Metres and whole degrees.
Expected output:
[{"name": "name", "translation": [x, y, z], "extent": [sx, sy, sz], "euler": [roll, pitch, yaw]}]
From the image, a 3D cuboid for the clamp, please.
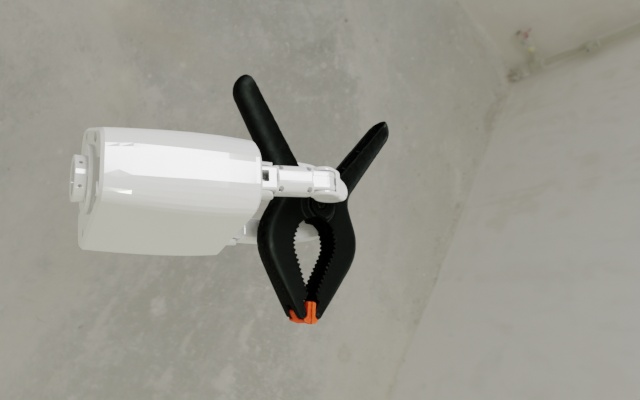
[{"name": "clamp", "translation": [0.000, 0.002, 0.428], "extent": [0.164, 0.210, 0.036], "euler": [4, -11, -32]}]
